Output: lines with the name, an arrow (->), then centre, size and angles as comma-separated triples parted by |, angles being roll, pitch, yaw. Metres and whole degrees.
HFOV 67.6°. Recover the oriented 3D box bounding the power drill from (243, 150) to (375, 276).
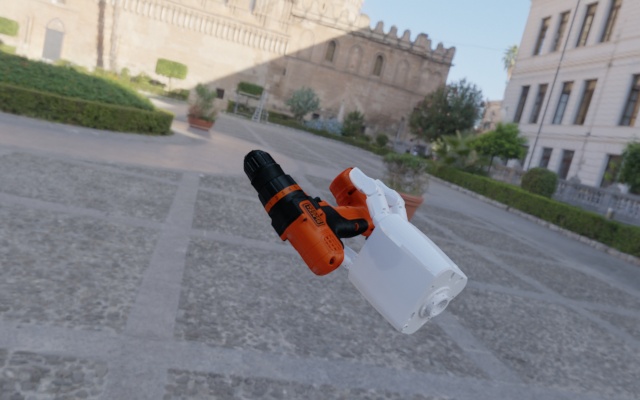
power drill -> 0.001, 0.002, 0.644 | 0.057, 0.184, 0.187 | -45, -17, 33
